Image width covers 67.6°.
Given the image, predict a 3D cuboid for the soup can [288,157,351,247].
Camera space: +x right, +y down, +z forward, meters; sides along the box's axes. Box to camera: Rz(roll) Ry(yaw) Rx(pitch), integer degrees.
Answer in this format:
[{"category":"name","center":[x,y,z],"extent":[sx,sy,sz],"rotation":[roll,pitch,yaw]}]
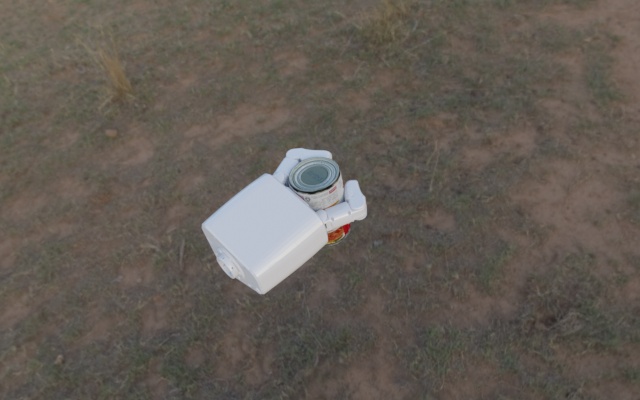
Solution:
[{"category":"soup can","center":[0.000,0.002,0.626],"extent":[0.068,0.102,0.068],"rotation":[-7,44,7]}]
